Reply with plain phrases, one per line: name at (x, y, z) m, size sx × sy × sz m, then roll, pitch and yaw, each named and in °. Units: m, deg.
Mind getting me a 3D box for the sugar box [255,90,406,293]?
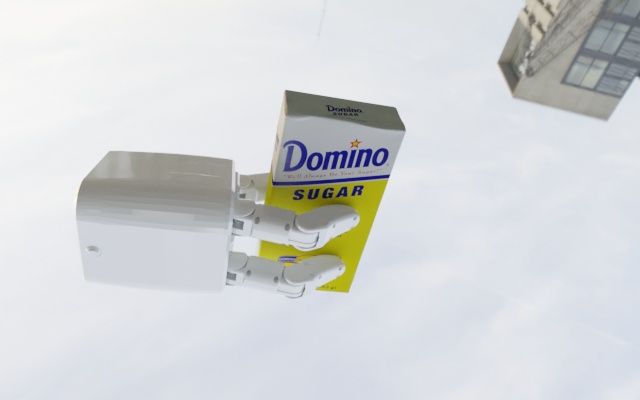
sugar box at (0.000, 0.002, 0.404) m, size 0.093 × 0.176 × 0.048 m, roll 6°, pitch 38°, yaw -11°
